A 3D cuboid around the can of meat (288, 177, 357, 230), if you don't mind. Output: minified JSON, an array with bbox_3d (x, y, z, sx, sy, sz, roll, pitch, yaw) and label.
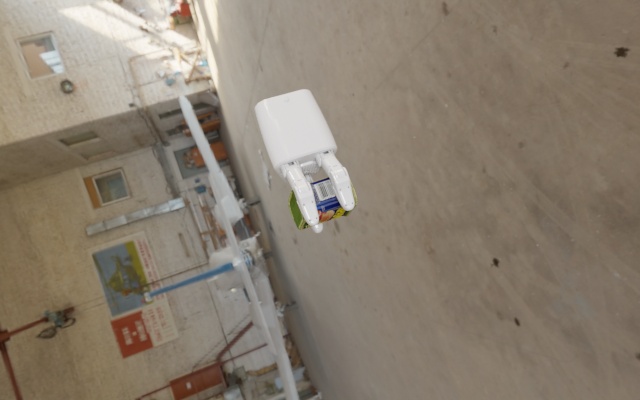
[{"bbox_3d":[0.000,0.003,0.722,0.084,0.057,0.102,-18,-12,-13],"label":"can of meat"}]
